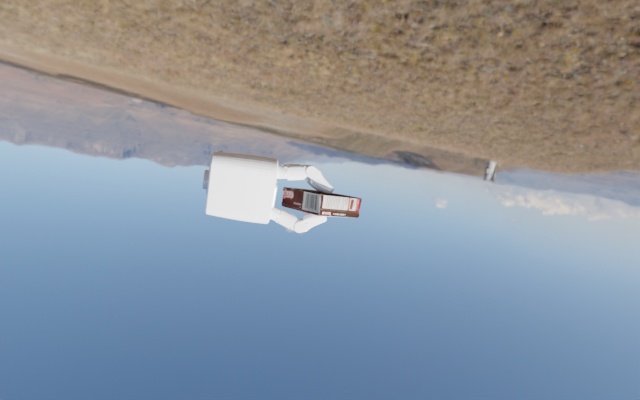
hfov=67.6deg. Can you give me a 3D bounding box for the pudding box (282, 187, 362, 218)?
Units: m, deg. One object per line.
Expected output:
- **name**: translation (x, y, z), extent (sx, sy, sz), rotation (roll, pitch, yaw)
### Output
- **pudding box**: translation (0.000, 0.003, 0.821), extent (0.090, 0.039, 0.113), rotation (4, 7, -38)
